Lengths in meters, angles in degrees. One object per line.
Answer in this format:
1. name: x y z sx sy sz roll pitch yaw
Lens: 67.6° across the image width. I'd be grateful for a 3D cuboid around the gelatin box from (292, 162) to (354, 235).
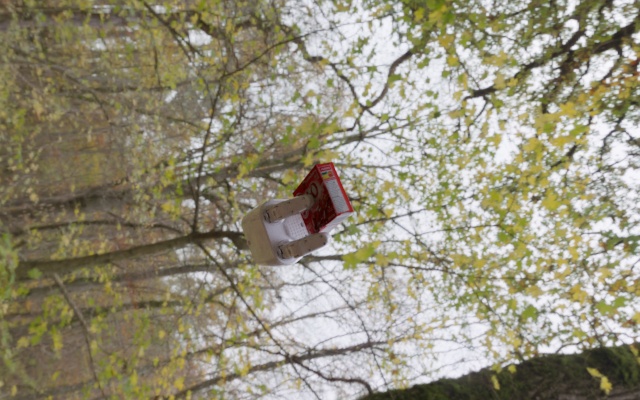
1. gelatin box: 0.001 0.002 0.629 0.030 0.073 0.089 -13 -17 -30
